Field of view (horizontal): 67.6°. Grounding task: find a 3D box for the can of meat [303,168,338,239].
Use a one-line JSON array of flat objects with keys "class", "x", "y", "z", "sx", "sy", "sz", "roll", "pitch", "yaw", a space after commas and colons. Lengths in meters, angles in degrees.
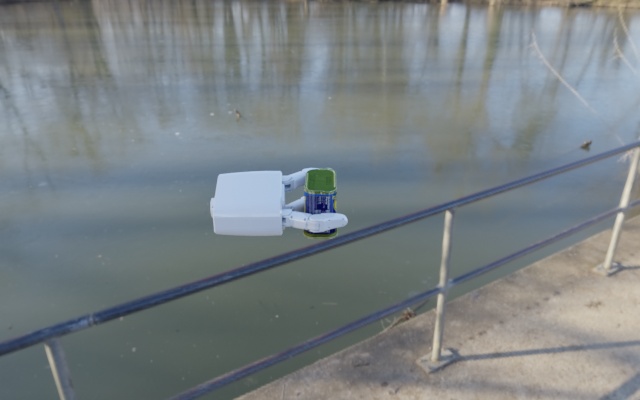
[{"class": "can of meat", "x": 0.000, "y": 0.002, "z": 0.789, "sx": 0.057, "sy": 0.084, "sz": 0.102, "roll": 0, "pitch": 26, "yaw": 0}]
